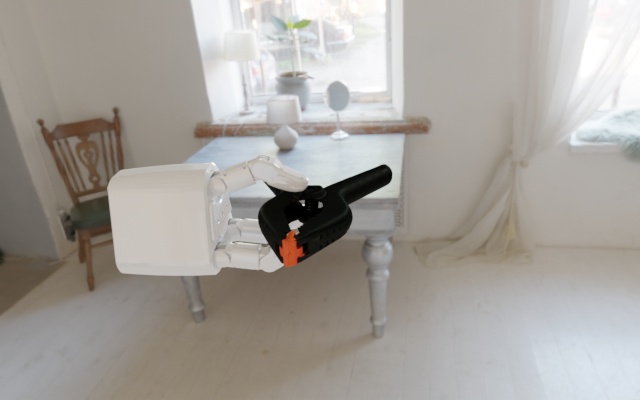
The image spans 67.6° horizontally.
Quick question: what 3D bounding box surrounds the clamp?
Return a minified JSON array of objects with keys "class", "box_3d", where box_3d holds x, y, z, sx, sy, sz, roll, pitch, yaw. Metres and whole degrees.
[{"class":"clamp","box_3d":[0.000,0.001,0.507,0.164,0.036,0.210,-1,25,4]}]
